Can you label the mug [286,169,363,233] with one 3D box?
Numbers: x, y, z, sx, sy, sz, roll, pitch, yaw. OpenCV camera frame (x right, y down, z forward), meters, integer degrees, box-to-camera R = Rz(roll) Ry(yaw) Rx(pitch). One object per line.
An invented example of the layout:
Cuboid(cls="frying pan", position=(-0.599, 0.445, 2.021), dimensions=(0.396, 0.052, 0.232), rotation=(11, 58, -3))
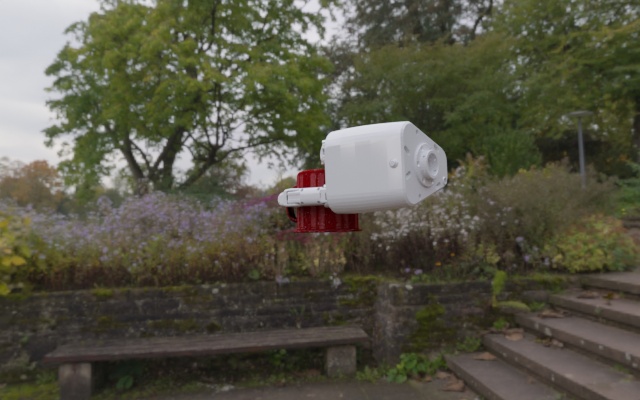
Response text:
Cuboid(cls="mug", position=(-0.001, 0.002, 0.651), dimensions=(0.117, 0.081, 0.093), rotation=(-4, -4, 40))
